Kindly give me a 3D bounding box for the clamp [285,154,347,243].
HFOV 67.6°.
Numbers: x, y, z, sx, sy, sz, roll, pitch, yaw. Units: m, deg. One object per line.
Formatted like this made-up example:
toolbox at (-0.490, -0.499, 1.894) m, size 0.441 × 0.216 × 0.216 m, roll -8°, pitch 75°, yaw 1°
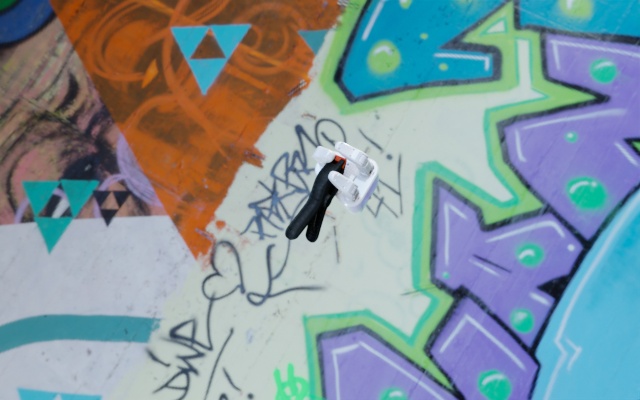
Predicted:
clamp at (0.000, 0.002, 0.850) m, size 0.039 × 0.171 × 0.120 m, roll 30°, pitch -6°, yaw 14°
